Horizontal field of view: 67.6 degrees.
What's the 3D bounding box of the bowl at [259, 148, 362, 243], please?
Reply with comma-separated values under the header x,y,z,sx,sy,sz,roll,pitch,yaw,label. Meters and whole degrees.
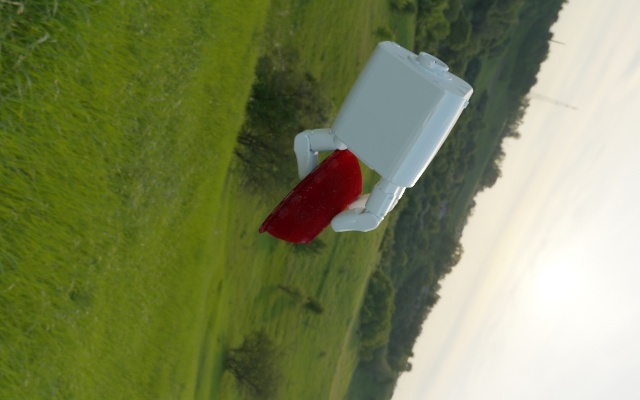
x,y,z,sx,sy,sz,roll,pitch,yaw,label
0.000,0.003,0.591,0.162,0.055,0.162,-44,-3,-3,bowl
